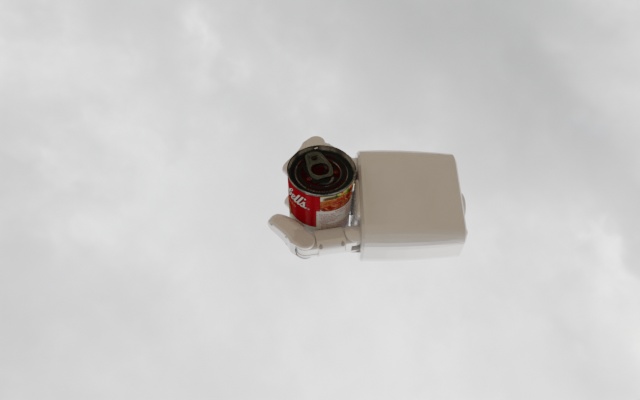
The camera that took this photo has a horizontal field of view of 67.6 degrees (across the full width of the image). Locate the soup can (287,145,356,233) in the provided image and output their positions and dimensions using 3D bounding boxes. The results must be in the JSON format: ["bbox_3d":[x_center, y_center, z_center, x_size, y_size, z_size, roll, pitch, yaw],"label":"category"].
[{"bbox_3d":[0.000,0.002,0.503,0.068,0.068,0.102,0,-40,-2],"label":"soup can"}]
